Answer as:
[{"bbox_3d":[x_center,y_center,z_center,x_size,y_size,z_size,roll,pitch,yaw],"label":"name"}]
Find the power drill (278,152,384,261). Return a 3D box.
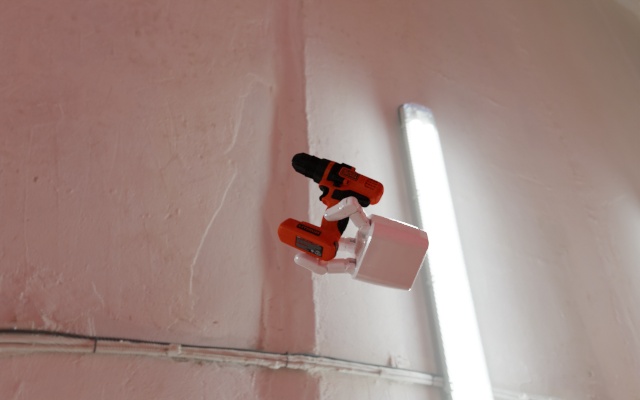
[{"bbox_3d":[0.000,0.003,0.848,0.184,0.187,0.057,22,-34,14],"label":"power drill"}]
